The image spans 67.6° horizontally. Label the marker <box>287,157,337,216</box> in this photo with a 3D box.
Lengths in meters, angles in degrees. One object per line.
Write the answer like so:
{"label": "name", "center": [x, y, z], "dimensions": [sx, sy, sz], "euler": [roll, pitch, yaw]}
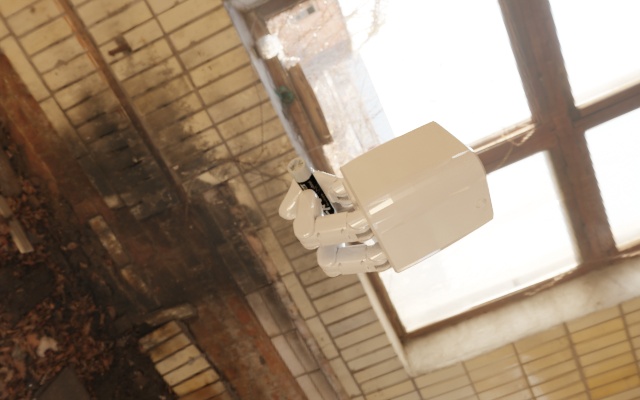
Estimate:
{"label": "marker", "center": [0.000, 0.002, 0.484], "dimensions": [0.020, 0.020, 0.121], "euler": [0, -35, 27]}
